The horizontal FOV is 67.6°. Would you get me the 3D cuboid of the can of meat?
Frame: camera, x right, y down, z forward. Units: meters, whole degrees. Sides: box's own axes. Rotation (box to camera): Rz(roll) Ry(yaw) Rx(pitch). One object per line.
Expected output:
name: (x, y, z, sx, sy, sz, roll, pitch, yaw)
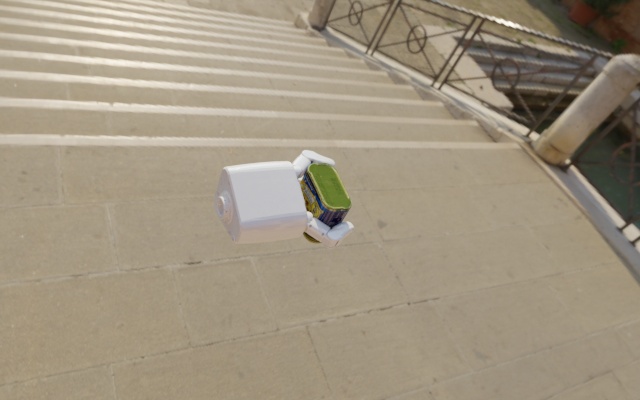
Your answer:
can of meat: (0.000, 0.002, 0.761, 0.057, 0.102, 0.084, -4, -38, -30)
